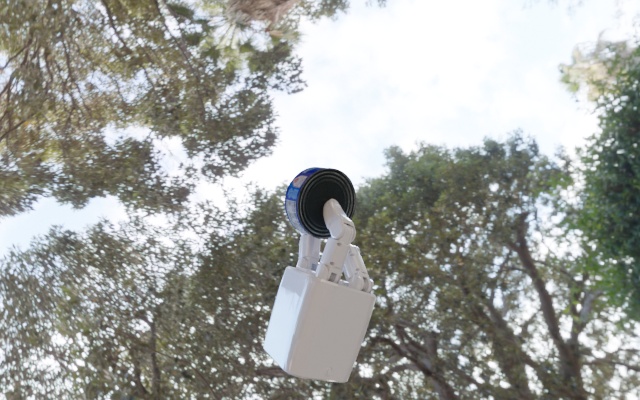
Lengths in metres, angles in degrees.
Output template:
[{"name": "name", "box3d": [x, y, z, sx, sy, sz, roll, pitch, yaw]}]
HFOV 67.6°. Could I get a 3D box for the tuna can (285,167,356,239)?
[{"name": "tuna can", "box3d": [0.000, 0.002, 0.580, 0.086, 0.086, 0.033, 0, 8, -35]}]
